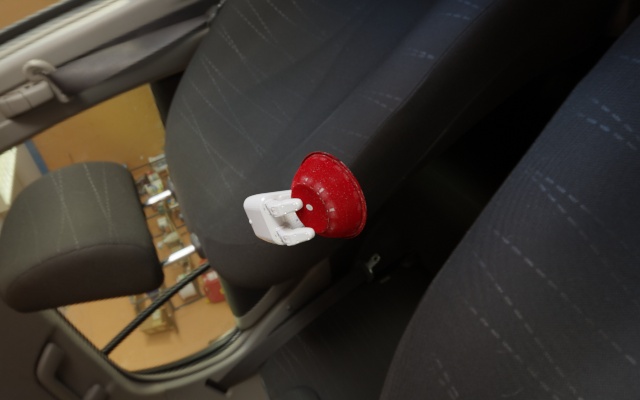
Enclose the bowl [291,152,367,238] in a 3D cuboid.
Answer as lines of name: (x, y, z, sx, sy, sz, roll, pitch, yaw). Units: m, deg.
bowl: (0.000, 0.002, 0.801, 0.055, 0.162, 0.162, -30, 18, -35)
